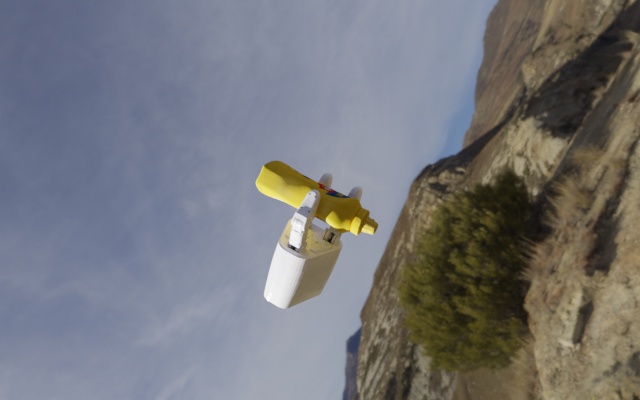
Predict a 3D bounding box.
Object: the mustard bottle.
[{"bbox_3d":[0.000,0.002,0.737,0.191,0.058,0.096,27,3,16],"label":"mustard bottle"}]
